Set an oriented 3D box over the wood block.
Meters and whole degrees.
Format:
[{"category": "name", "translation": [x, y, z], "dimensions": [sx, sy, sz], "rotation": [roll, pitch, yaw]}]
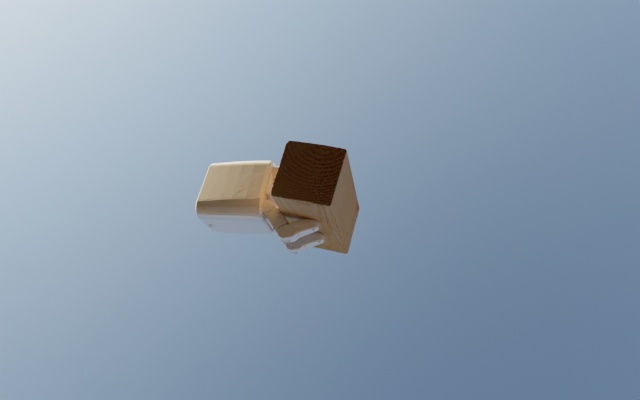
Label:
[{"category": "wood block", "translation": [0.000, 0.002, 0.744], "dimensions": [0.090, 0.090, 0.206], "rotation": [10, -21, 14]}]
